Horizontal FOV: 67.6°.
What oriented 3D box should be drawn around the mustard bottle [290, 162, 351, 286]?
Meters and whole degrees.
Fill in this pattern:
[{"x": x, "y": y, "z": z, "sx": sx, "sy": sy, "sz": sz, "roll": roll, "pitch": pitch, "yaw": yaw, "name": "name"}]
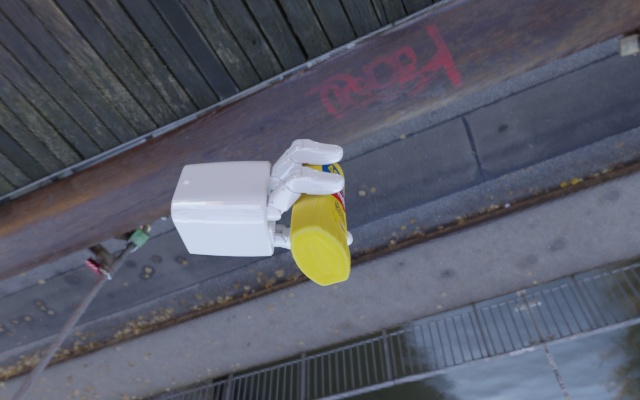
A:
[{"x": 0.000, "y": 0.002, "z": 0.581, "sx": 0.058, "sy": 0.096, "sz": 0.191, "roll": -18, "pitch": 38, "yaw": 15, "name": "mustard bottle"}]
